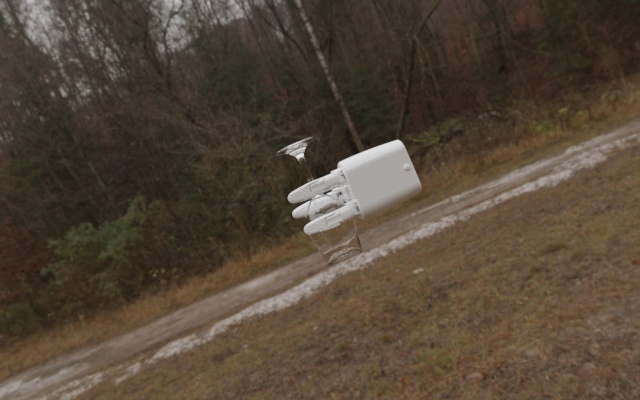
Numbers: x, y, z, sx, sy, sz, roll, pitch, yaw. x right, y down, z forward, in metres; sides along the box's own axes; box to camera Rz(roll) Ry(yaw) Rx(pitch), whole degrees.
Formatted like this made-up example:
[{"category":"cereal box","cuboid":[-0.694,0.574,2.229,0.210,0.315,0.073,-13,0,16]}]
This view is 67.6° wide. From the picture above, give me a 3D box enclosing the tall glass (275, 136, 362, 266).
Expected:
[{"category":"tall glass","cuboid":[0.000,0.002,0.773,0.079,0.201,0.079,-24,1,1]}]
